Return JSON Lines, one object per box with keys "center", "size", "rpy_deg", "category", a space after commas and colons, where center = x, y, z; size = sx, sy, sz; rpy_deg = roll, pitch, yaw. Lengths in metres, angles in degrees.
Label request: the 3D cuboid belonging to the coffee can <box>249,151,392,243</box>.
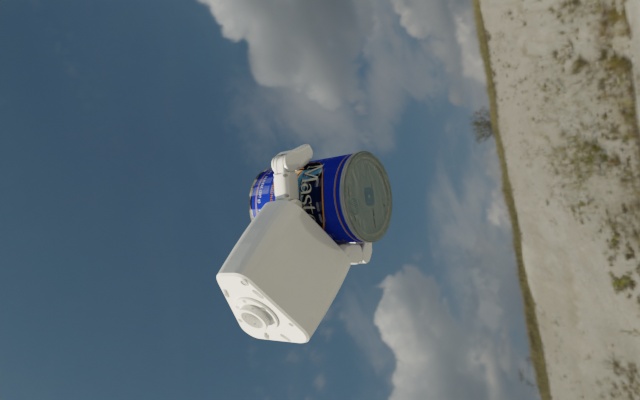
{"center": [0.000, 0.002, 0.572], "size": [0.140, 0.103, 0.103], "rpy_deg": [-7, -4, 37], "category": "coffee can"}
